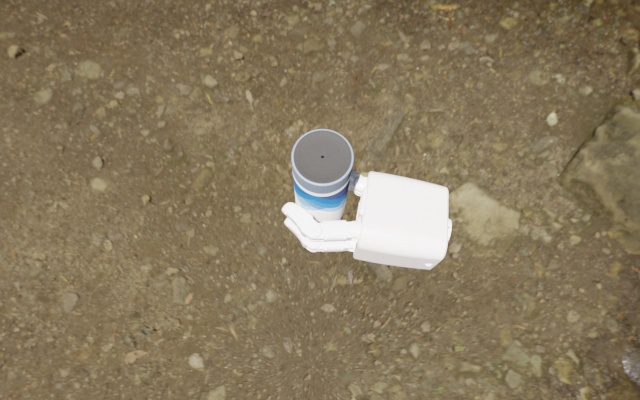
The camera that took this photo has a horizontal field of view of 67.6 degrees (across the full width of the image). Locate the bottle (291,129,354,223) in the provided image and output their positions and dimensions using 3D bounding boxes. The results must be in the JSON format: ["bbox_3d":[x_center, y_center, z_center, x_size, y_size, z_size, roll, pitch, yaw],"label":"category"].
[{"bbox_3d":[0.000,0.002,0.643,0.069,0.069,0.296,0,-19,-1],"label":"bottle"}]
